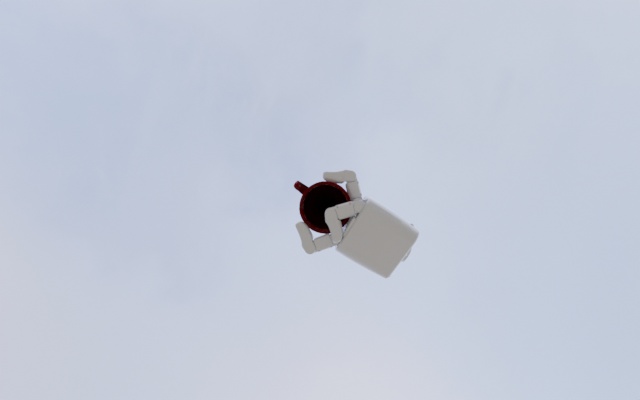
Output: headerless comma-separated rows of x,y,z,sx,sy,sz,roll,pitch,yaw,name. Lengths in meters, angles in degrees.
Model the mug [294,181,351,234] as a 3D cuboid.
-0.001,0.002,0.877,0.117,0.093,0.081,34,5,-1,mug
